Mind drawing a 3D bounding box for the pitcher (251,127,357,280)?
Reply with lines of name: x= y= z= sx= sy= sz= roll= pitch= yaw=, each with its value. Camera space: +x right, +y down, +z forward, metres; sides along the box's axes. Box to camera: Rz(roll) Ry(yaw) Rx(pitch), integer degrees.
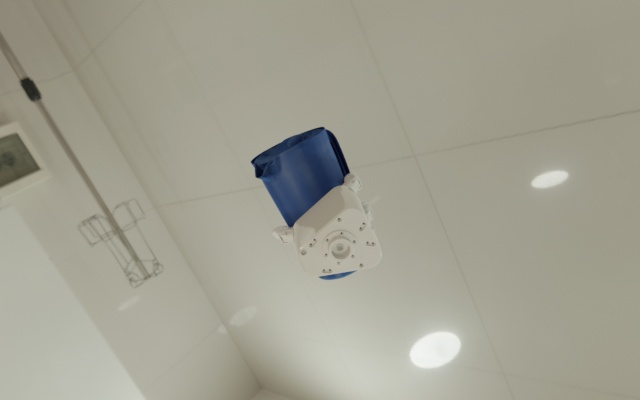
pitcher: x=0.000 y=0.003 z=0.813 sx=0.149 sy=0.243 sz=0.145 roll=-26 pitch=15 yaw=0
